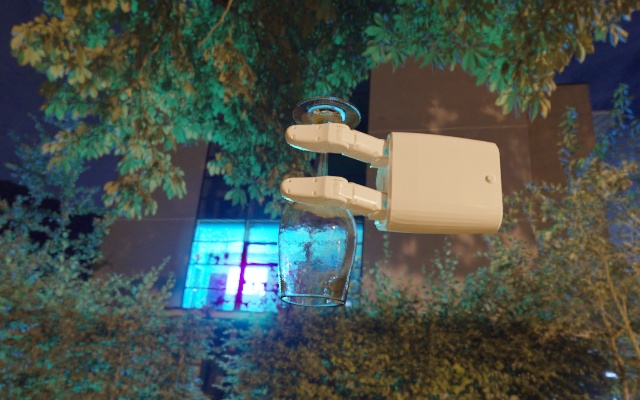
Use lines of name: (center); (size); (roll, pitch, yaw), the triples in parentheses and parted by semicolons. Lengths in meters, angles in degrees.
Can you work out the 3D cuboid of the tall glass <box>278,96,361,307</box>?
tall glass: (0.000, 0.001, 0.478); (0.079, 0.201, 0.079); (4, -20, 2)
